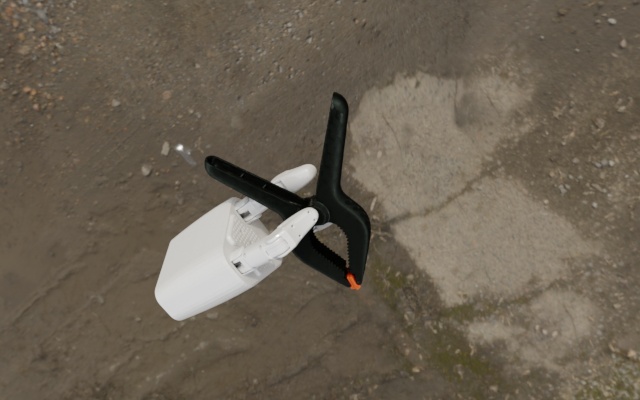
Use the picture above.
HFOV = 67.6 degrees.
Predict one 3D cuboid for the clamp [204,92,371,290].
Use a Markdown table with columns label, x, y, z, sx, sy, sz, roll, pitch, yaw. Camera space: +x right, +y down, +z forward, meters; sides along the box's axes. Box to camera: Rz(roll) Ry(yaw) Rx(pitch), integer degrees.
| label | x | y | z | sx | sy | sz | roll | pitch | yaw |
| --- | --- | --- | --- | --- | --- | --- | --- | --- | --- |
| clamp | 0.000 | 0.003 | 0.501 | 0.164 | 0.210 | 0.036 | -30 | 17 | 22 |
